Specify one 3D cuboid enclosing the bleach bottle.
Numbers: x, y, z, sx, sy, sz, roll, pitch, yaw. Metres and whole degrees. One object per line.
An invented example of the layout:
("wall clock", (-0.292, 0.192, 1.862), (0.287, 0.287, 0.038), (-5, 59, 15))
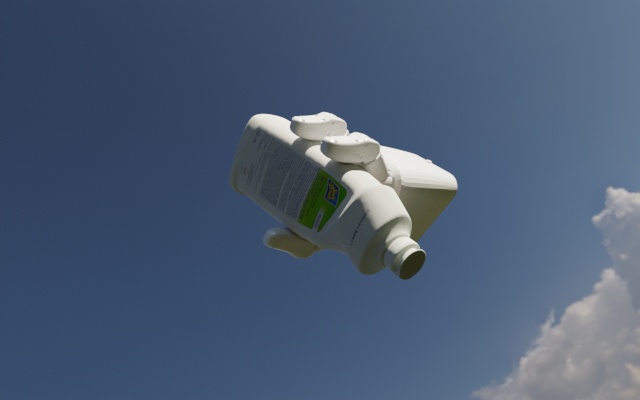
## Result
("bleach bottle", (0.000, 0.001, 0.469), (0.068, 0.102, 0.250), (3, 25, -41))
